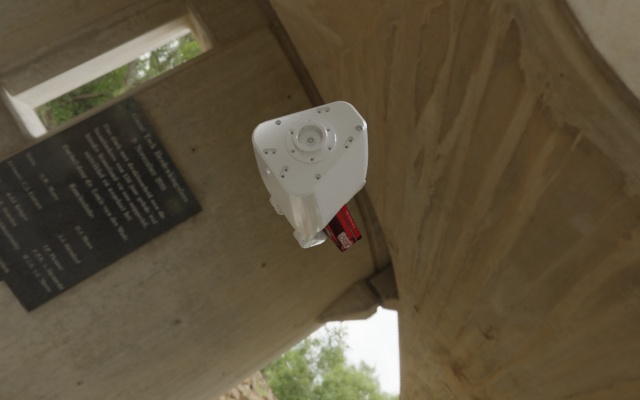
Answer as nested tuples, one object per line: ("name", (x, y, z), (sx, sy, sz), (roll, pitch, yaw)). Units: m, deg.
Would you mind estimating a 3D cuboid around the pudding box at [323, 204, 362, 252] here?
("pudding box", (0.000, 0.002, 0.619), (0.039, 0.090, 0.113), (-33, 42, -6))
